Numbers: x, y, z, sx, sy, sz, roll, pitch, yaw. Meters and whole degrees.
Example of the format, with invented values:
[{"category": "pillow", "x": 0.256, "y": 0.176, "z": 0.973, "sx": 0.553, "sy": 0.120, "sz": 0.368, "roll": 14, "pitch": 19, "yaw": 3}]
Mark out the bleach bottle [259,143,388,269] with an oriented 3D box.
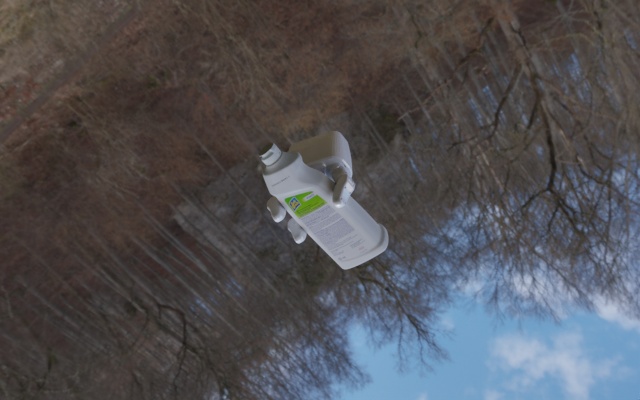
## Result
[{"category": "bleach bottle", "x": 0.000, "y": 0.003, "z": 0.766, "sx": 0.102, "sy": 0.251, "sz": 0.068, "roll": -31, "pitch": 29, "yaw": 21}]
